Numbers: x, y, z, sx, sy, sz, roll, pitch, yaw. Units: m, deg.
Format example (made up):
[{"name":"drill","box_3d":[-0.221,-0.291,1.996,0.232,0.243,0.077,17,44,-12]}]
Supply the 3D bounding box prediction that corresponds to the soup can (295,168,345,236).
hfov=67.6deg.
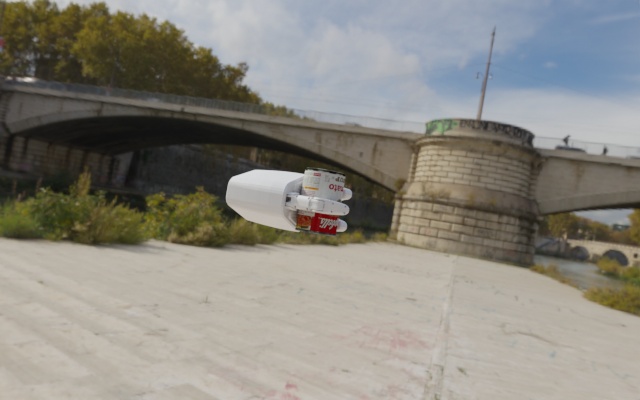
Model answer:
[{"name":"soup can","box_3d":[0.001,0.002,0.776,0.068,0.102,0.068,9,-1,0]}]
